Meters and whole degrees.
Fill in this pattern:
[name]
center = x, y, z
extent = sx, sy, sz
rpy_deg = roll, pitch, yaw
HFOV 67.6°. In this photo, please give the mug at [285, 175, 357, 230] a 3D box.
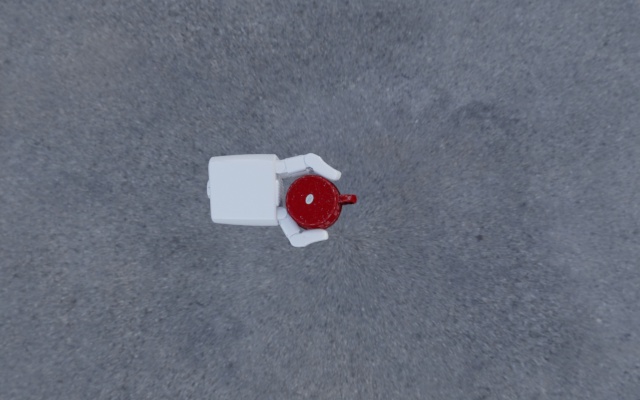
[mug]
center = 0.002, 0.003, 0.768
extent = 0.117, 0.093, 0.081
rpy_deg = -2, -4, 4
